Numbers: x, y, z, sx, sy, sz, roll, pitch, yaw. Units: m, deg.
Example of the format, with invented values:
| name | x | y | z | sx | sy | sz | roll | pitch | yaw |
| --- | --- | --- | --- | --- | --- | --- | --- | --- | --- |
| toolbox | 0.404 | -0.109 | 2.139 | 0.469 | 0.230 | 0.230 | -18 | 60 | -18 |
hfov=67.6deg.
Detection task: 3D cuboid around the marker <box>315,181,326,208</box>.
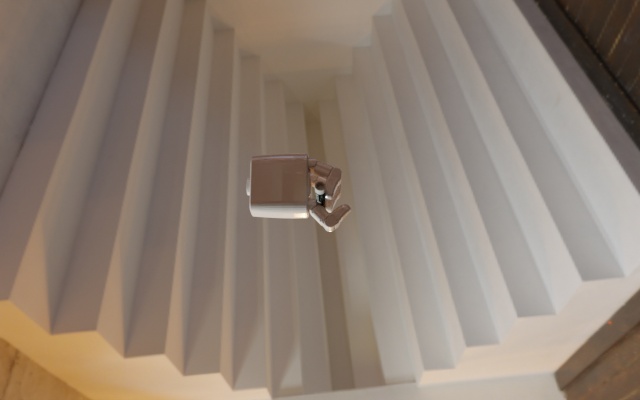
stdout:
| name | x | y | z | sx | sy | sz | roll | pitch | yaw |
| --- | --- | --- | --- | --- | --- | --- | --- | --- | --- |
| marker | 0.000 | 0.003 | 0.869 | 0.020 | 0.020 | 0.121 | 0 | -27 | 1 |
